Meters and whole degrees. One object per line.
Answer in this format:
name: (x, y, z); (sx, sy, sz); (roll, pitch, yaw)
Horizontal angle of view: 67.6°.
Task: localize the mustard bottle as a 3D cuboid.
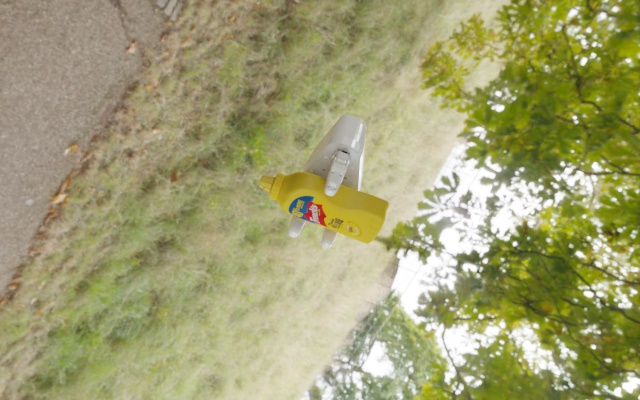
mustard bottle: (0.000, 0.003, 0.722); (0.191, 0.058, 0.096); (21, -28, -2)
